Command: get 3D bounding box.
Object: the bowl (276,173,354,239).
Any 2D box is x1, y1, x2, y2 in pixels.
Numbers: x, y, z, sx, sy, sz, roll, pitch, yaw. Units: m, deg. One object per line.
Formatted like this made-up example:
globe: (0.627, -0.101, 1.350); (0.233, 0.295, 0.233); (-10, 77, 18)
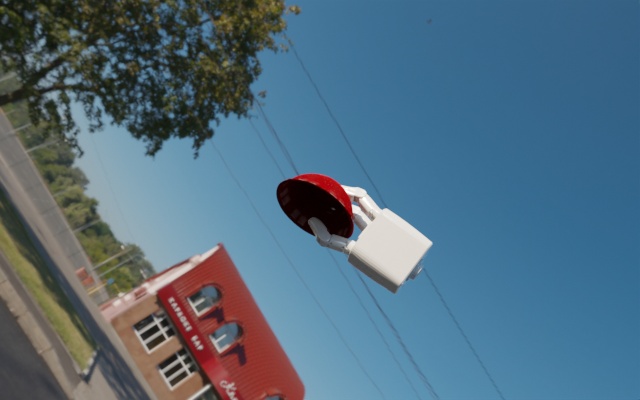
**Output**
bowl: (-0.001, 0.002, 0.881); (0.162, 0.055, 0.162); (23, -34, 17)
